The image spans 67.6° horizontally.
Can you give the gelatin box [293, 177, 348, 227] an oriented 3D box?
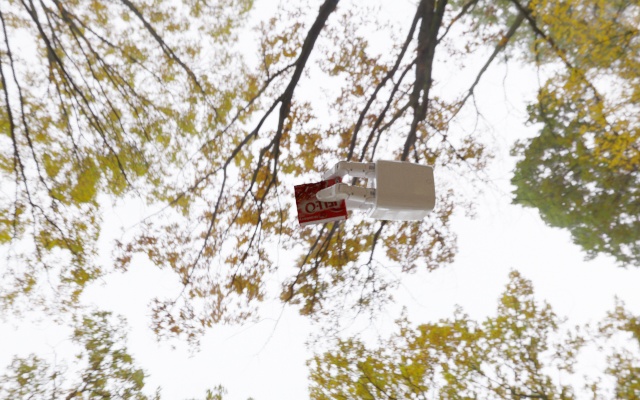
[{"bbox_3d":[0.000,0.003,0.855,0.089,0.073,0.030,-9,-18,2],"label":"gelatin box"}]
